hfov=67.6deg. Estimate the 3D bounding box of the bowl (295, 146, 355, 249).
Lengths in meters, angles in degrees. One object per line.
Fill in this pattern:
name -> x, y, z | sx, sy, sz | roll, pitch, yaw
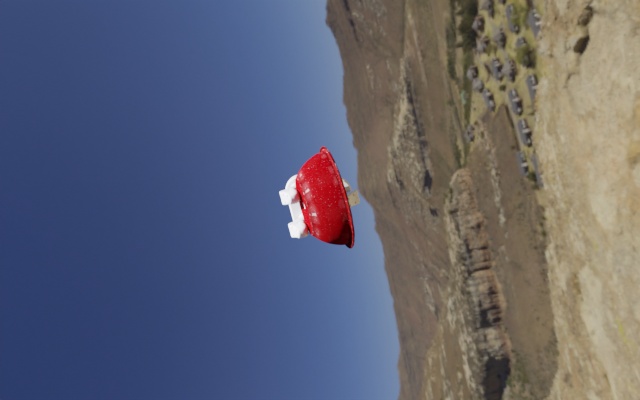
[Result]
bowl -> 0.000, 0.002, 0.726 | 0.055, 0.162, 0.162 | -16, 2, -9
